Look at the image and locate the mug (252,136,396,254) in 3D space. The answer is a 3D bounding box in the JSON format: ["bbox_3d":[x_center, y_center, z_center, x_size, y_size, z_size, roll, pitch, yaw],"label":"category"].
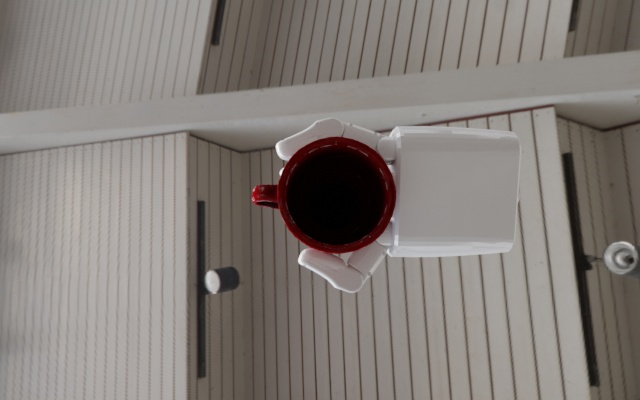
[{"bbox_3d":[-0.001,0.001,0.410,0.117,0.093,0.081,1,-10,-1],"label":"mug"}]
